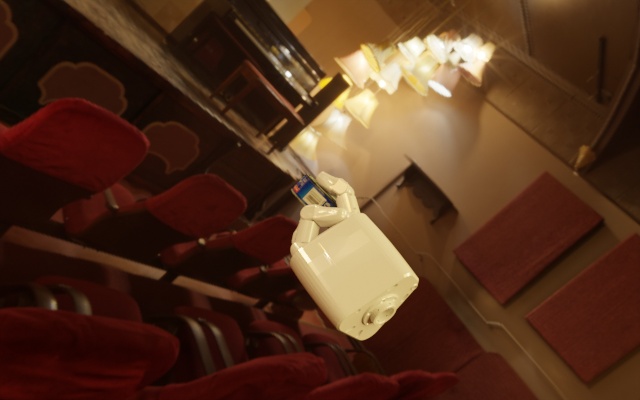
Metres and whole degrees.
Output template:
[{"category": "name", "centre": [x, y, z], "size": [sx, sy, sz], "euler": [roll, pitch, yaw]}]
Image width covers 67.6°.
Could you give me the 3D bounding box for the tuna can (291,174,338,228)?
[{"category": "tuna can", "centre": [0.000, 0.002, 0.673], "size": [0.086, 0.034, 0.086], "euler": [44, 4, -4]}]
